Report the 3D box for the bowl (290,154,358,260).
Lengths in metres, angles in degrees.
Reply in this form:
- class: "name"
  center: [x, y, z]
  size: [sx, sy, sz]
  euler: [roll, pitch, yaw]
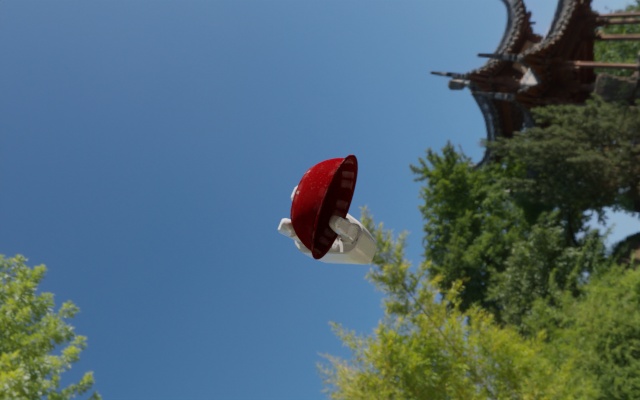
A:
- class: "bowl"
  center: [0.000, 0.001, 0.700]
  size: [0.055, 0.162, 0.162]
  euler: [20, 5, 16]
